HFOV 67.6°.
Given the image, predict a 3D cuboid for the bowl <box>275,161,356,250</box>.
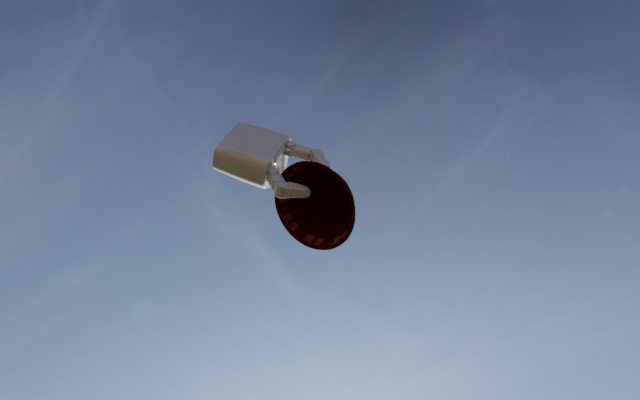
[{"bbox_3d":[0.001,0.003,0.837,0.162,0.162,0.055,0,18,32],"label":"bowl"}]
